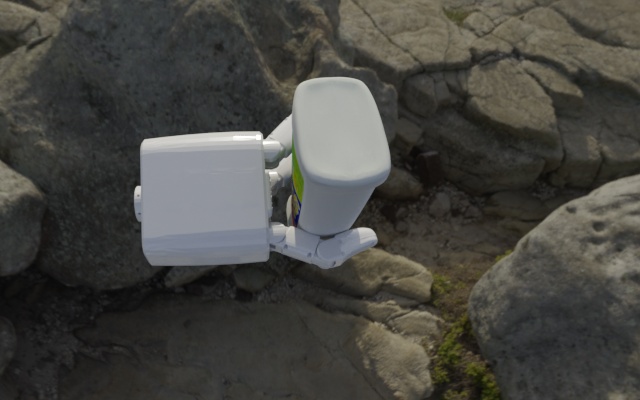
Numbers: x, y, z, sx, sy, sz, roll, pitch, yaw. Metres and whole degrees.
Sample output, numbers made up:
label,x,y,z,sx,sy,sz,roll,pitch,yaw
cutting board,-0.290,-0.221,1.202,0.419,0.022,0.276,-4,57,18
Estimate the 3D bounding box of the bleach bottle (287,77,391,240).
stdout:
label,x,y,z,sx,sy,sz,roll,pitch,yaw
bleach bottle,0.000,0.001,0.460,0.068,0.102,0.251,-4,-27,-10
